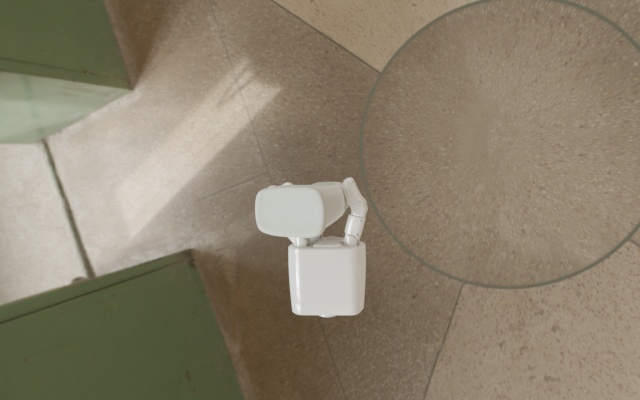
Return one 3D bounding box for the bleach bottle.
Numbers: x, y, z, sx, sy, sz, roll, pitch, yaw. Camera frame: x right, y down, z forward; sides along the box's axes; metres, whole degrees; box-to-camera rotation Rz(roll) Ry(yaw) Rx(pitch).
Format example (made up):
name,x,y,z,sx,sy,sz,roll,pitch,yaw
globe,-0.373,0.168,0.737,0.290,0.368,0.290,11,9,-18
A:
name,x,y,z,sx,sy,sz,roll,pitch,yaw
bleach bottle,0.000,0.002,0.727,0.102,0.068,0.251,1,6,20
